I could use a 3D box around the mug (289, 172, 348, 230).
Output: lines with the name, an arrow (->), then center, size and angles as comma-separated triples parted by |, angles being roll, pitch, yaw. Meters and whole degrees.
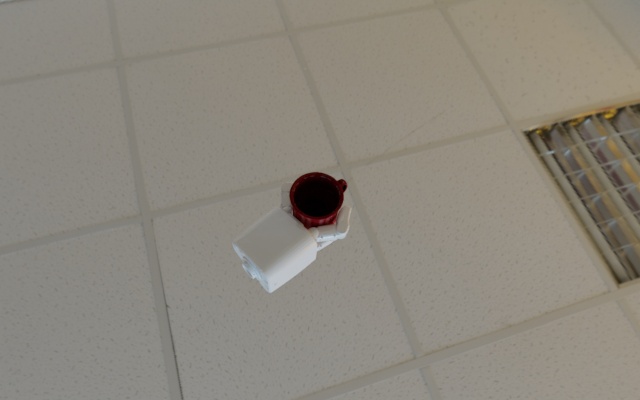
mug -> 0.001, 0.002, 0.851 | 0.117, 0.093, 0.081 | -38, -19, -20
